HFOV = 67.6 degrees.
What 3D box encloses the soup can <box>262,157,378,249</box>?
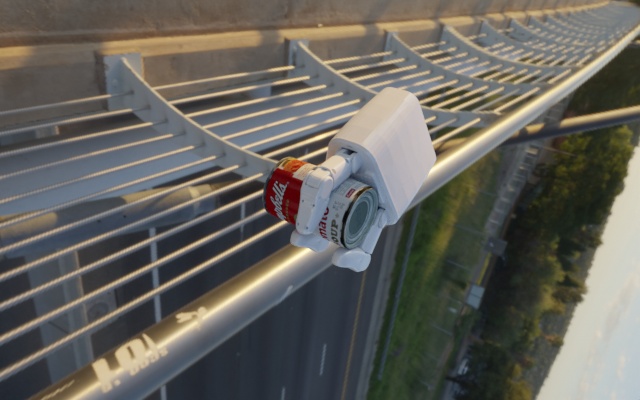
[{"bbox_3d":[0.000,0.002,0.497,0.102,0.068,0.068,22,11,29],"label":"soup can"}]
